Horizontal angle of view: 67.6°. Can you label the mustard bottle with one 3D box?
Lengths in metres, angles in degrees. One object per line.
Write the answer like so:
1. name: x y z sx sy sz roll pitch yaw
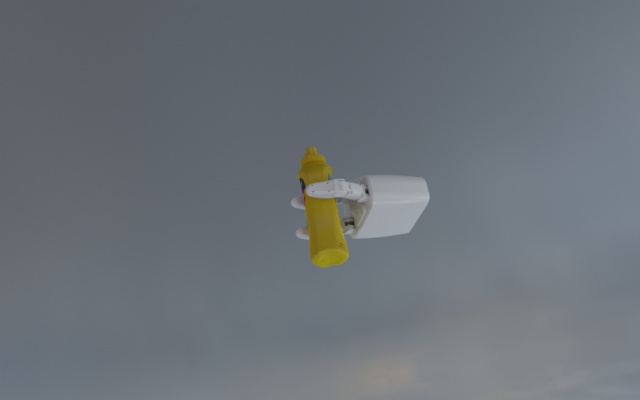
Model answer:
1. mustard bottle: 0.000 0.003 0.751 0.058 0.191 0.096 -11 -21 3
